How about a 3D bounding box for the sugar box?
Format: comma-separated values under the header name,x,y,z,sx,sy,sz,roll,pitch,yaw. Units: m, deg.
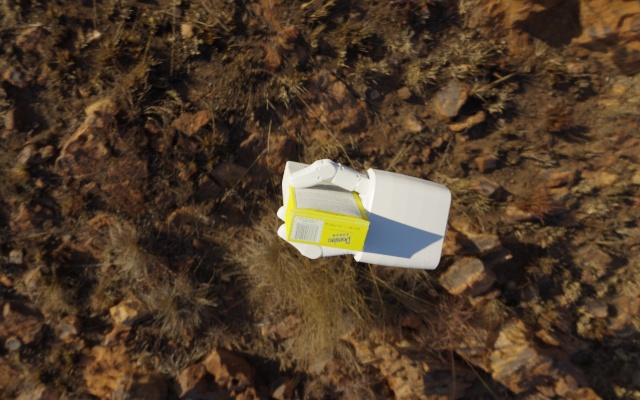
name,x,y,z,sx,sy,sz,roll,pitch,yaw
sugar box,0.000,0.003,0.618,0.093,0.048,0.176,10,19,-9
